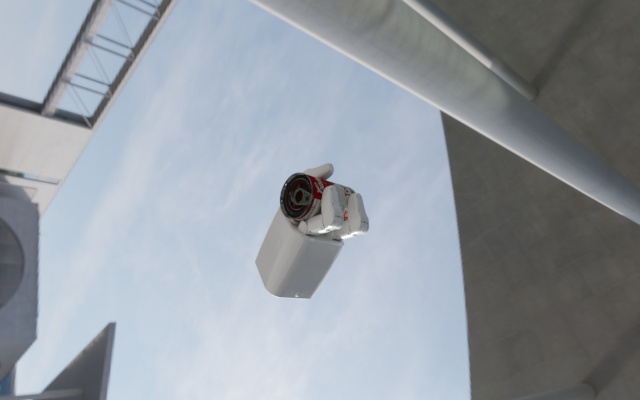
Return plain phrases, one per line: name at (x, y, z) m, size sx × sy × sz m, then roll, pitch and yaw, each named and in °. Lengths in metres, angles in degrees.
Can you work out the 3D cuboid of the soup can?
soup can at (0.000, 0.002, 0.708) m, size 0.102 × 0.068 × 0.068 m, roll 14°, pitch -10°, yaw -43°
